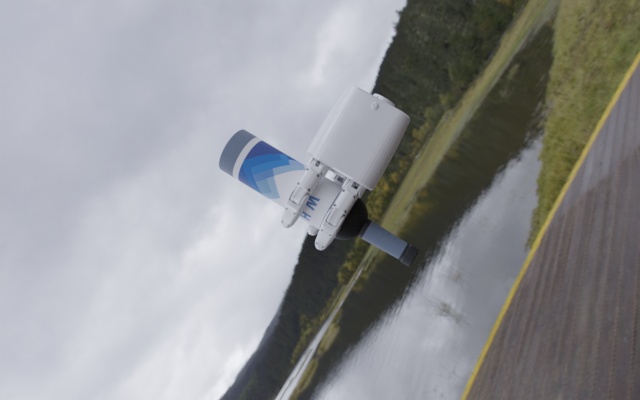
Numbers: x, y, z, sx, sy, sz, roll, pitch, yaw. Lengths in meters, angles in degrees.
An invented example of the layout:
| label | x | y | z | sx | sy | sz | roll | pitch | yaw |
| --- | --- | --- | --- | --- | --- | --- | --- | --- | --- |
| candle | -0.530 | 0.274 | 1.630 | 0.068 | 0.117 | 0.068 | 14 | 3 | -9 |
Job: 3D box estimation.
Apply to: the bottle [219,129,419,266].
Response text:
| label | x | y | z | sx | sy | sz | roll | pitch | yaw |
| --- | --- | --- | --- | --- | --- | --- | --- | --- | --- |
| bottle | 0.000 | 0.002 | 0.658 | 0.295 | 0.069 | 0.069 | 31 | 5 | 8 |
